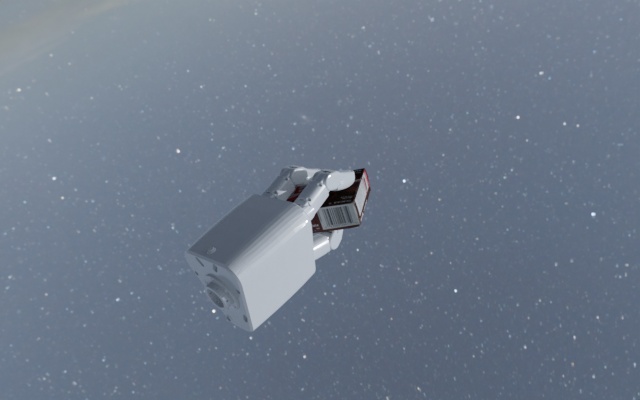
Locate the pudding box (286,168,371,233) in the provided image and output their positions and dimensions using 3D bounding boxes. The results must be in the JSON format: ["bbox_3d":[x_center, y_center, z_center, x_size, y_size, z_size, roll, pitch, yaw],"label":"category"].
[{"bbox_3d":[0.000,0.002,0.594,0.113,0.039,0.090,-7,29,18],"label":"pudding box"}]
